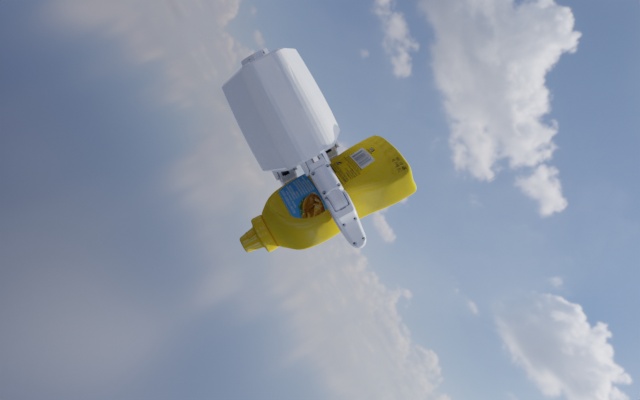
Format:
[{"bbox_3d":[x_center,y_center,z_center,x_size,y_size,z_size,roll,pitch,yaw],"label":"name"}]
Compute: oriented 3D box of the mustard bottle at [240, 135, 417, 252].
[{"bbox_3d":[0.000,0.002,0.519,0.191,0.058,0.096,-29,38,-4],"label":"mustard bottle"}]
